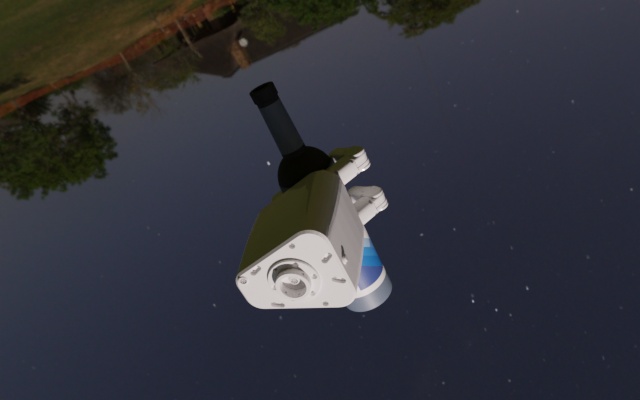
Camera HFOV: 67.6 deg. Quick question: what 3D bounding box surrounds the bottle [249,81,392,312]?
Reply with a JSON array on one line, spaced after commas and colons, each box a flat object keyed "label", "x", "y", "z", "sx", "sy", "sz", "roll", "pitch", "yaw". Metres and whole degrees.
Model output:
[{"label": "bottle", "x": 0.000, "y": 0.002, "z": 0.553, "sx": 0.069, "sy": 0.296, "sz": 0.069, "roll": -22, "pitch": 26, "yaw": 11}]
